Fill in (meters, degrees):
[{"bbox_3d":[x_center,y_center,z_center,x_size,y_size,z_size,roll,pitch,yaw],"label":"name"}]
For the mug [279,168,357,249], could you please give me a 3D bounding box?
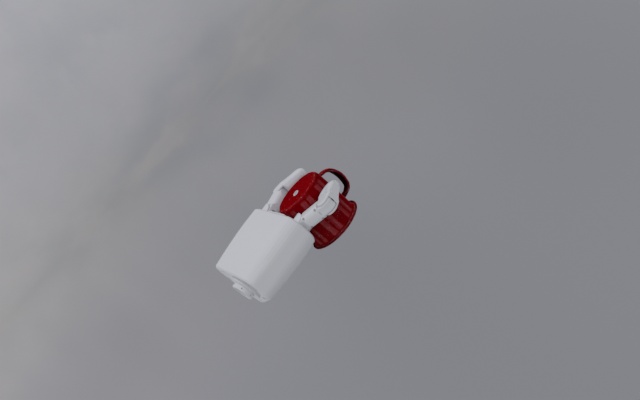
[{"bbox_3d":[0.001,0.001,0.715,0.081,0.117,0.093,41,-19,-18],"label":"mug"}]
